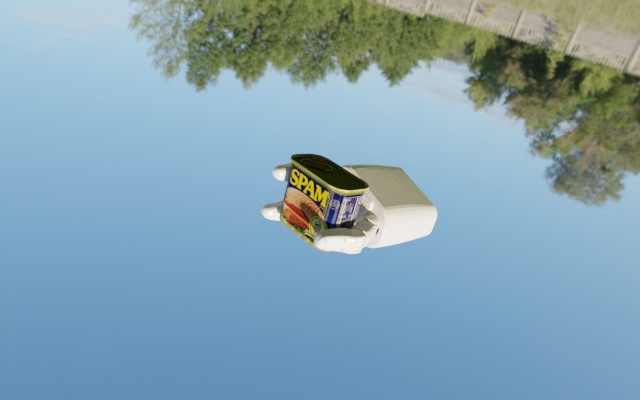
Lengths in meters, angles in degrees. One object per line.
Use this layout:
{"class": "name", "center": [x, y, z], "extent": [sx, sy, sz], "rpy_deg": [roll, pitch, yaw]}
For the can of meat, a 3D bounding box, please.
{"class": "can of meat", "center": [0.000, 0.002, 0.573], "extent": [0.057, 0.084, 0.102], "rpy_deg": [-7, 32, -42]}
